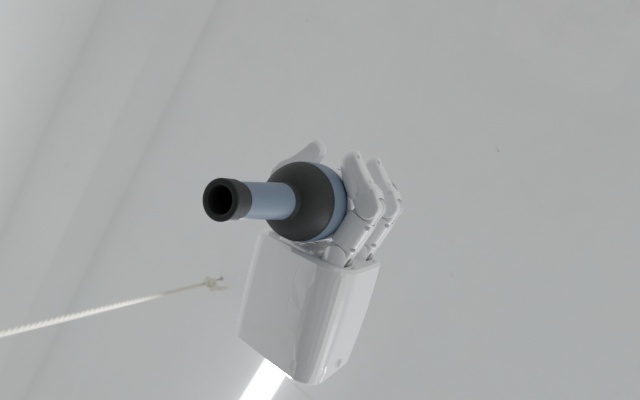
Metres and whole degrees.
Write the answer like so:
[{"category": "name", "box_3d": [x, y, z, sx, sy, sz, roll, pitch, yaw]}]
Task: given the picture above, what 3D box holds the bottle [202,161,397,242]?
[{"category": "bottle", "box_3d": [0.000, 0.001, 0.425, 0.069, 0.069, 0.296, 0, -1, 25]}]
